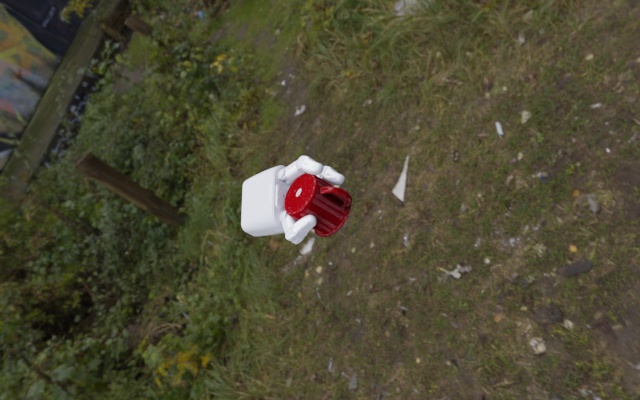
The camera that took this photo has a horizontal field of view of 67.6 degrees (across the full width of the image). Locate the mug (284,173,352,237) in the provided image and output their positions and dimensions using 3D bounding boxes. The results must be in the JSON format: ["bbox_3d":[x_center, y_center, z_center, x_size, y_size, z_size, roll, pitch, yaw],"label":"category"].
[{"bbox_3d":[0.001,0.002,0.810,0.081,0.093,0.117,31,-31,-34],"label":"mug"}]
